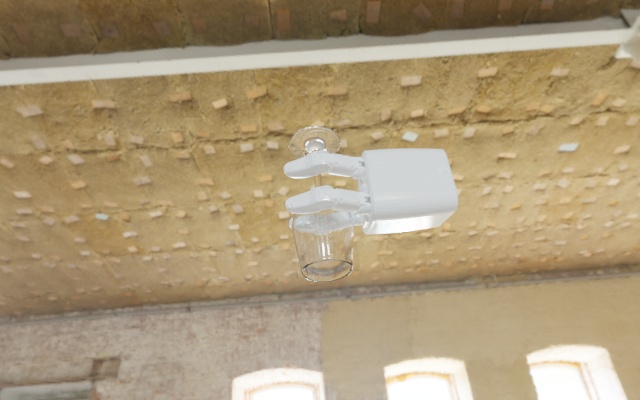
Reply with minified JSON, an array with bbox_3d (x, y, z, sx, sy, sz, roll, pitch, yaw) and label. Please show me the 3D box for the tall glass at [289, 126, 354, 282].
[{"bbox_3d":[0.000,0.002,0.625,0.079,0.201,0.079,-4,-34,-2],"label":"tall glass"}]
